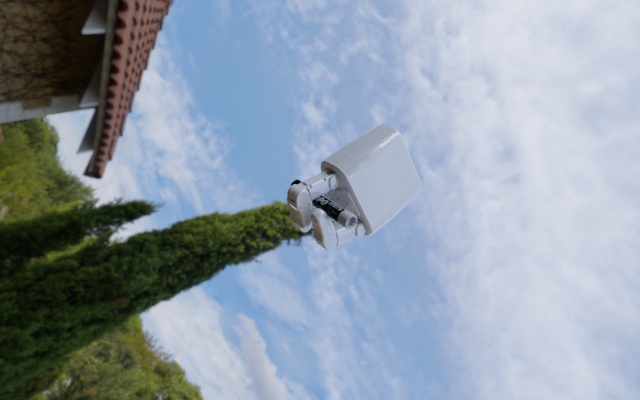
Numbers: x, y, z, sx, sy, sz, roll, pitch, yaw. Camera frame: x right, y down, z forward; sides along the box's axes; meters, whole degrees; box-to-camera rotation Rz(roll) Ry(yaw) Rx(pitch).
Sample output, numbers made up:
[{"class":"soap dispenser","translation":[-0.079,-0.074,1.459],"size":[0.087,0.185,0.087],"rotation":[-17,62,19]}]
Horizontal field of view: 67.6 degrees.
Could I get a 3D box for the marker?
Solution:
[{"class":"marker","translation":[0.000,0.002,0.602],"size":[0.020,0.020,0.121],"rotation":[0,23,-41]}]
